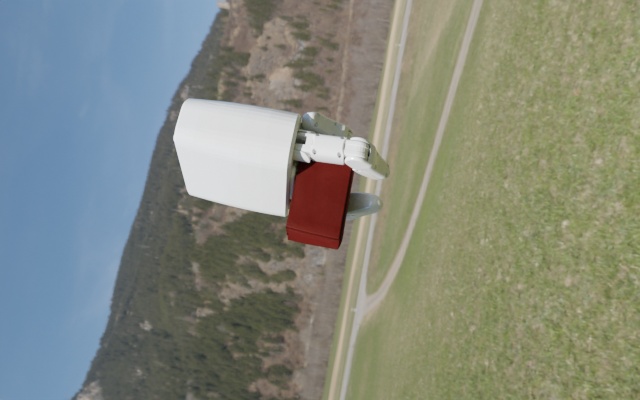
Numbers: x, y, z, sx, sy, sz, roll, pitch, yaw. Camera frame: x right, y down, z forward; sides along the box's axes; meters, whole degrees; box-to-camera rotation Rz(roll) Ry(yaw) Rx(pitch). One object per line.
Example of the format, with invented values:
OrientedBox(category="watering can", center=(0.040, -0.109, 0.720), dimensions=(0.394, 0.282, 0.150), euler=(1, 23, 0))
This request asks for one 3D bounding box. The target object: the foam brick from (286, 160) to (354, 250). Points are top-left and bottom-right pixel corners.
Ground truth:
OrientedBox(category="foam brick", center=(0.000, 0.002, 0.450), dimensions=(0.051, 0.078, 0.053), euler=(10, -17, 1))
